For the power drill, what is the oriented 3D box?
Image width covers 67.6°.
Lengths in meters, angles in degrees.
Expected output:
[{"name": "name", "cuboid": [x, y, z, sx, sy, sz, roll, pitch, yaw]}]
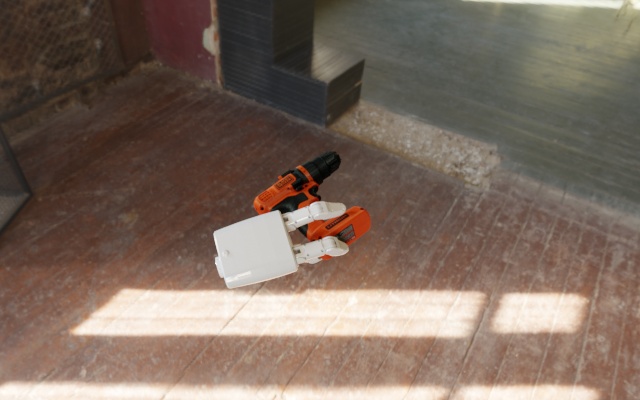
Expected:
[{"name": "power drill", "cuboid": [0.000, 0.003, 0.822, 0.184, 0.057, 0.187, -37, 47, -14]}]
